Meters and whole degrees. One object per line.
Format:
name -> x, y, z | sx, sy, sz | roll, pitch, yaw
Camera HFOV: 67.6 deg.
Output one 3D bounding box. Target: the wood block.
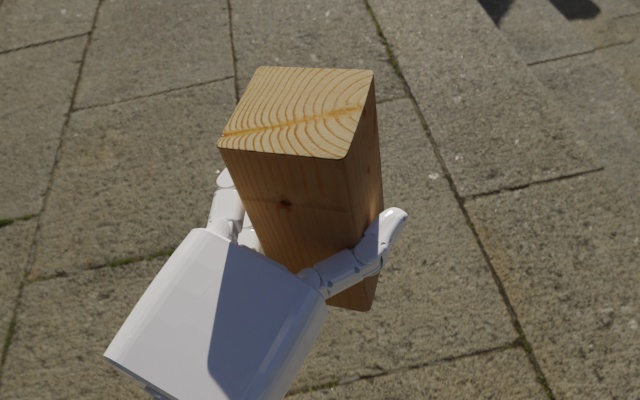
wood block -> 0.000, 0.002, 0.401 | 0.091, 0.090, 0.206 | 7, -37, 16
